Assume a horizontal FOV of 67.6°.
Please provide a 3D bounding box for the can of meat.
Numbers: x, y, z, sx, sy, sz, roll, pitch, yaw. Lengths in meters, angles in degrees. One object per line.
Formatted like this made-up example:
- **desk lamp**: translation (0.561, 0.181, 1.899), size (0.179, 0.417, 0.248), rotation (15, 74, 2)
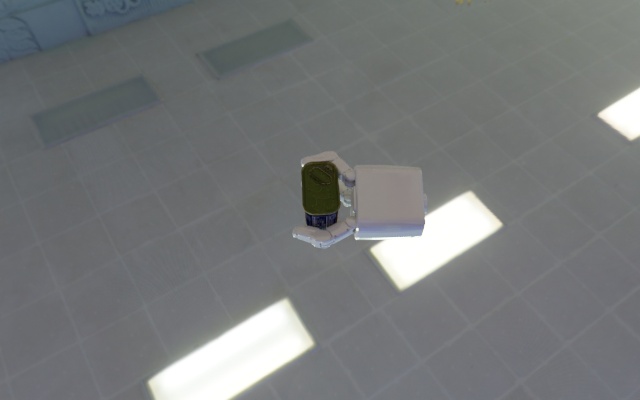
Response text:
- **can of meat**: translation (0.000, 0.003, 0.764), size (0.057, 0.102, 0.084), rotation (-3, -35, -2)
